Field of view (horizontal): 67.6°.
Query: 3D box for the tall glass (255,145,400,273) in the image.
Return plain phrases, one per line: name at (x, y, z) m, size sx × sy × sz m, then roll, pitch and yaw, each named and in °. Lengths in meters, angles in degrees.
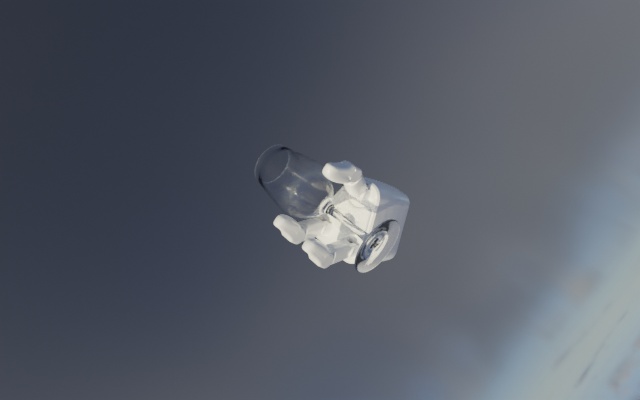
tall glass at (0.000, 0.002, 0.603) m, size 0.201 × 0.079 × 0.079 m, roll 38°, pitch 22°, yaw 32°
